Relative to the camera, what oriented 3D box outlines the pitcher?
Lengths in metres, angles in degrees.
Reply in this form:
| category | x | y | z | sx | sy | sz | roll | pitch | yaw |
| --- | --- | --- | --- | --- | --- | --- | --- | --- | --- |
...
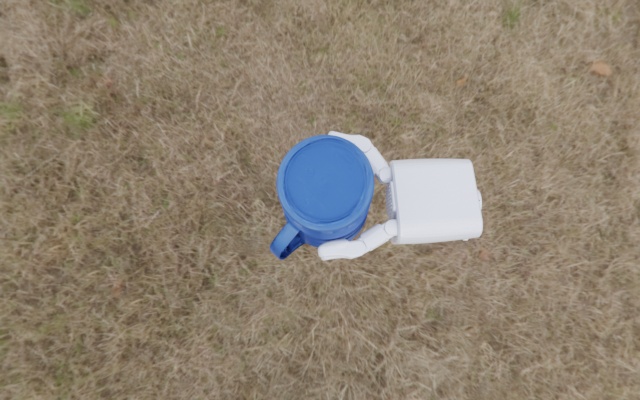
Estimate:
| category | x | y | z | sx | sy | sz | roll | pitch | yaw |
| --- | --- | --- | --- | --- | --- | --- | --- | --- | --- |
| pitcher | 0.000 | 0.002 | 0.630 | 0.145 | 0.149 | 0.243 | -1 | -7 | 1 |
